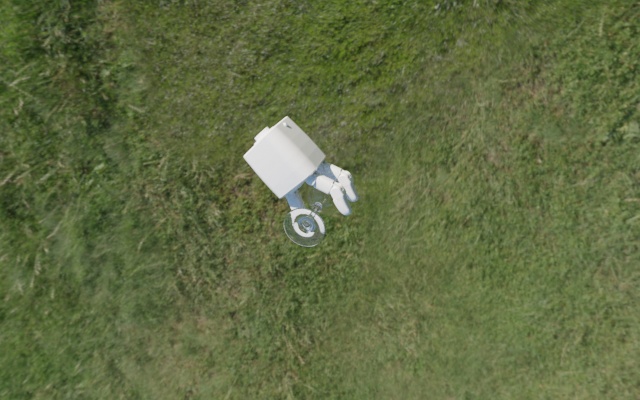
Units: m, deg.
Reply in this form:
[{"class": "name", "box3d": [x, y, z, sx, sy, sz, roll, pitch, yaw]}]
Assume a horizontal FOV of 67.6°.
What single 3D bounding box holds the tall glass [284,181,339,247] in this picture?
[{"class": "tall glass", "box3d": [0.000, 0.003, 0.889, 0.079, 0.079, 0.201, 0, 25, 18]}]
